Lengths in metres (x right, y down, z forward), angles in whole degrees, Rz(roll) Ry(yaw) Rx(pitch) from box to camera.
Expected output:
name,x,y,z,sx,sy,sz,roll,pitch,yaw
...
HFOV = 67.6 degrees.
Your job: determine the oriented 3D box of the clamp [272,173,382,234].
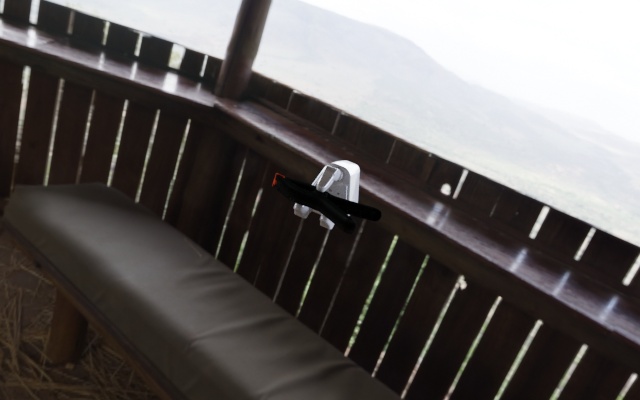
name,x,y,z,sx,sy,sz,roll,pitch,yaw
clamp,0.000,0.002,0.868,0.210,0.036,0.164,23,13,13
